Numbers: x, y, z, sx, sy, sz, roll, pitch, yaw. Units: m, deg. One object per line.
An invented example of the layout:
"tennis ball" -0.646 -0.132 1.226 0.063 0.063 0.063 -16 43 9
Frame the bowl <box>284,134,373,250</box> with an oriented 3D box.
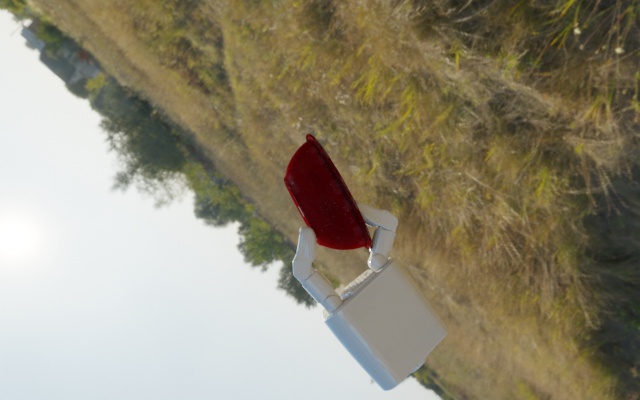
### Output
"bowl" -0.001 0.001 0.584 0.055 0.162 0.162 -28 2 -5
